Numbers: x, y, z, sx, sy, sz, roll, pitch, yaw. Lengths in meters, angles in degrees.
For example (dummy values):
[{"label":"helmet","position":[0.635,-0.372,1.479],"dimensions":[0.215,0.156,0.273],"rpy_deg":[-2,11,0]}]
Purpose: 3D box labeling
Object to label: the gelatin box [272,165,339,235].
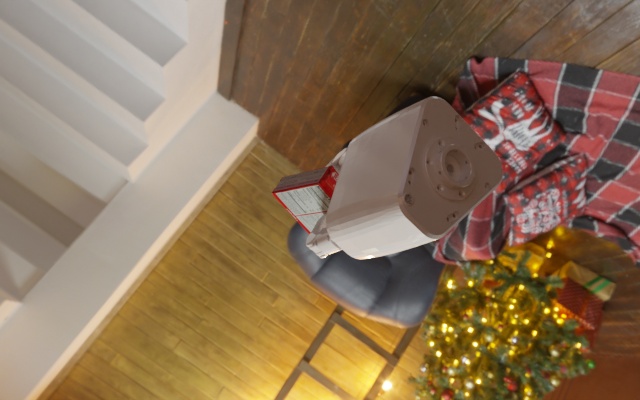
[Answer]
[{"label":"gelatin box","position":[0.000,0.002,0.524],"dimensions":[0.089,0.030,0.073],"rpy_deg":[-10,-51,49]}]
